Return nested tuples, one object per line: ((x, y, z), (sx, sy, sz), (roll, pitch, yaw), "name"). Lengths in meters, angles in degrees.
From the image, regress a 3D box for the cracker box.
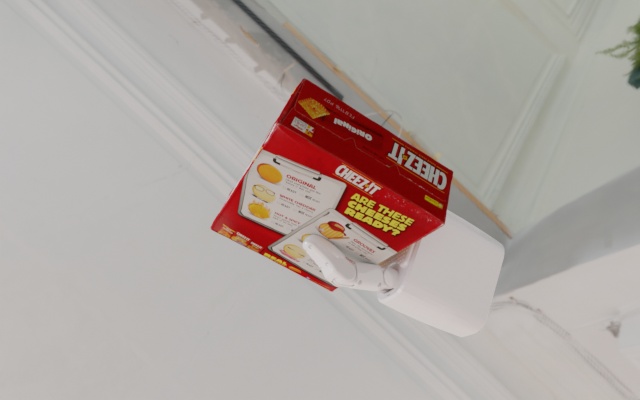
((0.000, 0.002, 0.483), (0.164, 0.072, 0.214), (30, -36, -12), "cracker box")
